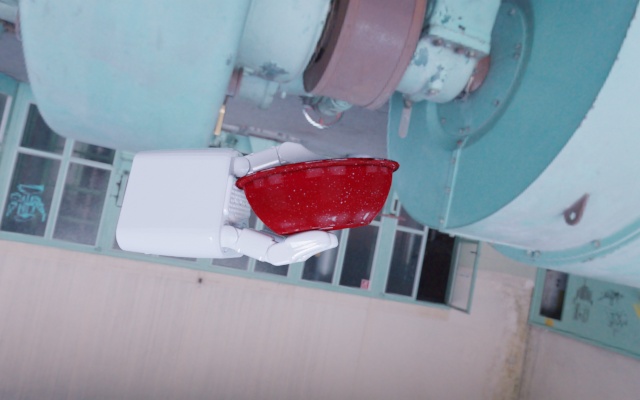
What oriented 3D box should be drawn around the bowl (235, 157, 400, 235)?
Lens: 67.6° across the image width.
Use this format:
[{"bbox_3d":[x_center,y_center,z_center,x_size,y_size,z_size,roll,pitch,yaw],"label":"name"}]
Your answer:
[{"bbox_3d":[0.001,0.002,0.466,0.162,0.055,0.162,-7,-6,-1],"label":"bowl"}]
